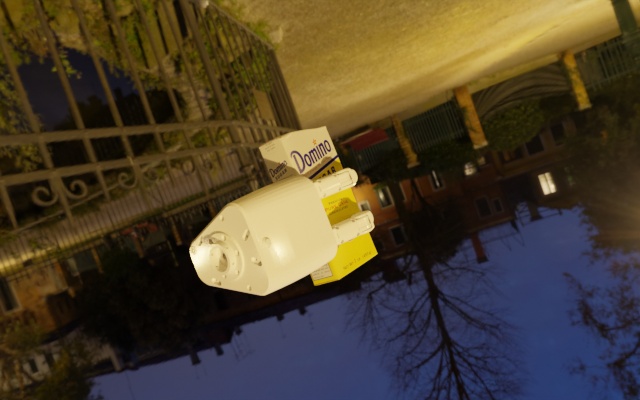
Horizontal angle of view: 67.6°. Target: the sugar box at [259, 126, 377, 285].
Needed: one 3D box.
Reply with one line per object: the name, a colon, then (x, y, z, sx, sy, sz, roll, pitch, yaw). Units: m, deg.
sugar box: (0.000, 0.002, 0.577, 0.048, 0.176, 0.093, -19, 3, 38)
